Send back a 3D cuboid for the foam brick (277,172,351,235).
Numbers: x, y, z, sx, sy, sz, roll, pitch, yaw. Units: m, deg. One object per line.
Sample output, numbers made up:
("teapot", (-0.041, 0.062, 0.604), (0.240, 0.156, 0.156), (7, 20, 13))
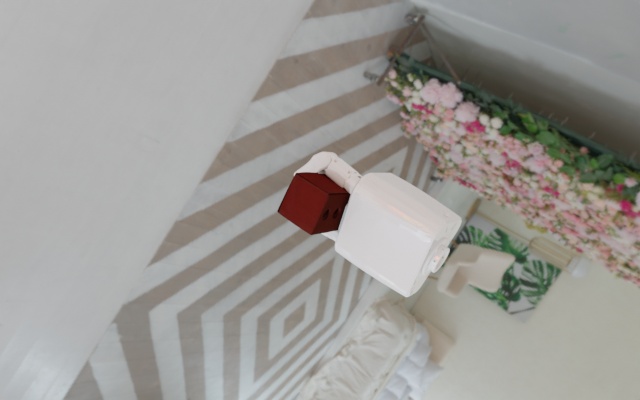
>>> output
("foam brick", (0.000, 0.002, 0.552), (0.051, 0.053, 0.078), (34, 20, 25))
